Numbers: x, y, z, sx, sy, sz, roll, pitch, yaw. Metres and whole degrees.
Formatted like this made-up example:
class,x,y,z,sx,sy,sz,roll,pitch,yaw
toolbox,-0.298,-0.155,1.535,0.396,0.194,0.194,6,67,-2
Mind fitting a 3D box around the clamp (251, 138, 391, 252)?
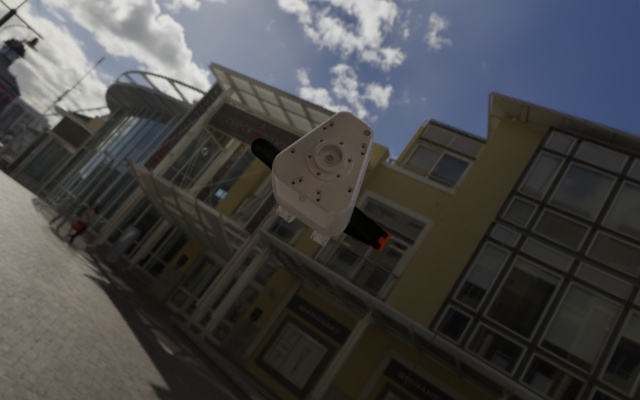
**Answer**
class,x,y,z,sx,sy,sz,roll,pitch,yaw
clamp,0.001,0.002,0.660,0.210,0.036,0.164,35,-10,6
